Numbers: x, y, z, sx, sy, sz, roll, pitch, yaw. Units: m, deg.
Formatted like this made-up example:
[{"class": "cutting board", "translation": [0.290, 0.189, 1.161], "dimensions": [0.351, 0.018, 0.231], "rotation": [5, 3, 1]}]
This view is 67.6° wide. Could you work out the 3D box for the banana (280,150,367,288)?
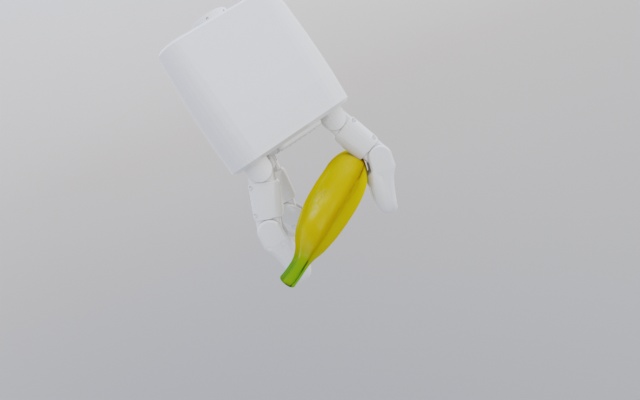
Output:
[{"class": "banana", "translation": [0.011, -0.009, 0.402], "dimensions": [0.070, 0.037, 0.197], "rotation": [-44, 7, 28]}]
